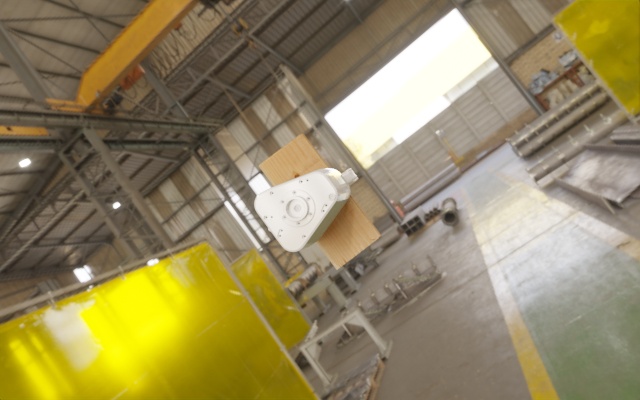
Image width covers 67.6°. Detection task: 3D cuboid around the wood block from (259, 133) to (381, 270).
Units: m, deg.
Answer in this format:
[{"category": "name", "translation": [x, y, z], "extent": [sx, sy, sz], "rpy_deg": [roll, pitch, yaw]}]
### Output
[{"category": "wood block", "translation": [0.000, 0.002, 0.791], "extent": [0.091, 0.206, 0.090], "rpy_deg": [-37, -3, 0]}]
